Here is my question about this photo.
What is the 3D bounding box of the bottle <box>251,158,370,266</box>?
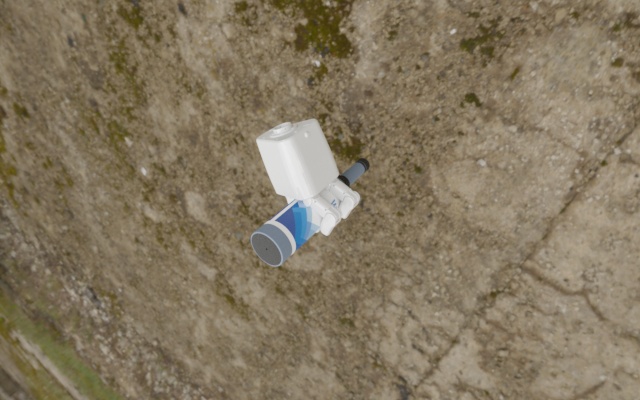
[{"bbox_3d":[0.000,0.003,0.845,0.069,0.069,0.295,0,30,42],"label":"bottle"}]
